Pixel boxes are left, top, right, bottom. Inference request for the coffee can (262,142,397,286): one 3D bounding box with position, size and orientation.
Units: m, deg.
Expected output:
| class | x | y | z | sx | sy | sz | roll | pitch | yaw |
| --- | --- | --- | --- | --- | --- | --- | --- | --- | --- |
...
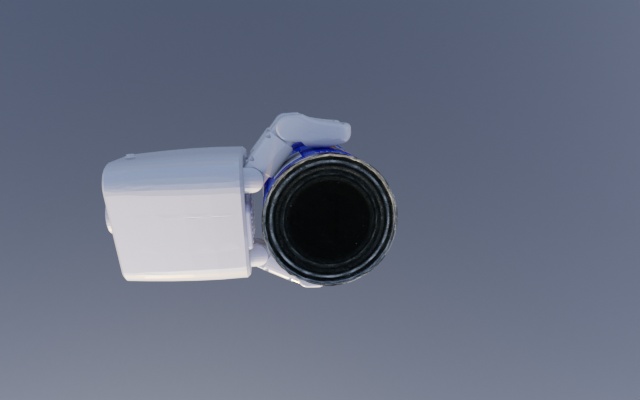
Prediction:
| class | x | y | z | sx | sy | sz | roll | pitch | yaw |
| --- | --- | --- | --- | --- | --- | --- | --- | --- | --- |
| coffee can | 0.000 | 0.001 | 0.421 | 0.103 | 0.103 | 0.140 | 0 | 12 | -6 |
